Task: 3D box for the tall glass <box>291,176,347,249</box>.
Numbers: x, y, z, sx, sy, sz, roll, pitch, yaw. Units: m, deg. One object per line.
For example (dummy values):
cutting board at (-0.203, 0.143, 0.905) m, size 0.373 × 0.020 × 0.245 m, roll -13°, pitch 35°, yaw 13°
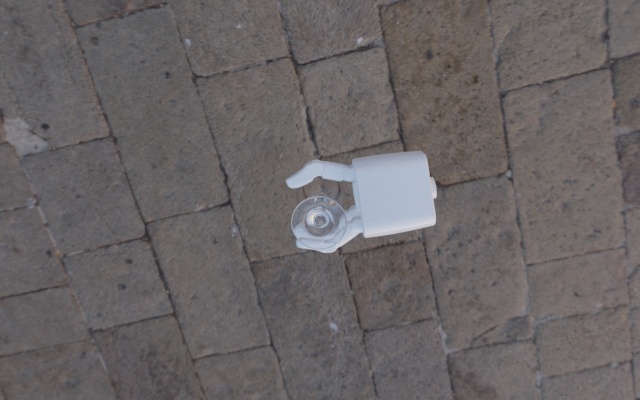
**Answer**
tall glass at (0.000, 0.003, 0.725) m, size 0.079 × 0.079 × 0.201 m, roll 0°, pitch 16°, yaw 1°
